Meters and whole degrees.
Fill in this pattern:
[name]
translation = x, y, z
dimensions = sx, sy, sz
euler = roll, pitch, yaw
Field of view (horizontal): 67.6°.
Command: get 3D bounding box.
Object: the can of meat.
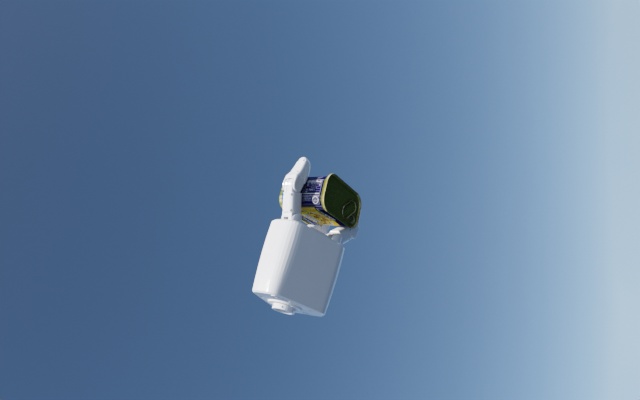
[can of meat]
translation = 0.000, 0.002, 0.723
dimensions = 0.084, 0.057, 0.102
euler = 0, -23, 35
